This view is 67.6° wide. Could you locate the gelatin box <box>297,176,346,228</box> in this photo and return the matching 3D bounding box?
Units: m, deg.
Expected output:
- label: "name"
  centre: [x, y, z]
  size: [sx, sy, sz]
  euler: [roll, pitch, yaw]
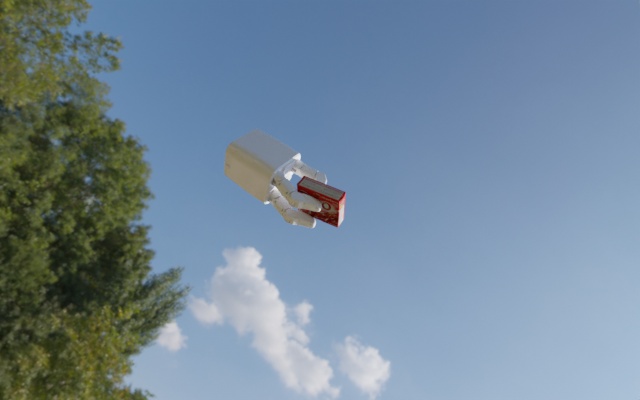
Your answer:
- label: "gelatin box"
  centre: [0.001, 0.003, 0.876]
  size: [0.089, 0.073, 0.030]
  euler: [22, 50, 18]
